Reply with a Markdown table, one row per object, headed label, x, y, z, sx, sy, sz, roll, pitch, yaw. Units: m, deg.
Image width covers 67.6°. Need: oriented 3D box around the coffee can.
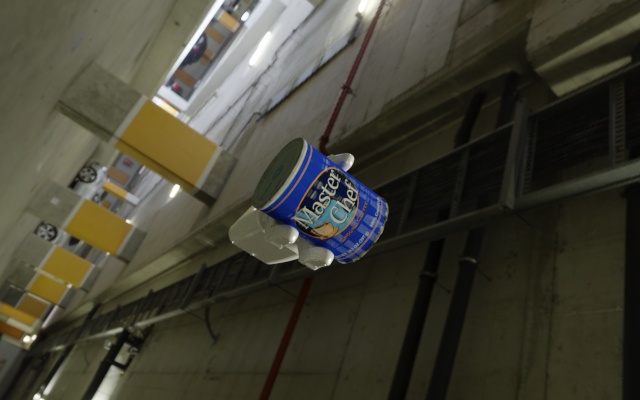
| label | x | y | z | sx | sy | sz | roll | pitch | yaw |
| --- | --- | --- | --- | --- | --- | --- | --- | --- | --- |
| coffee can | 0.000 | 0.002 | 0.604 | 0.140 | 0.102 | 0.103 | 35 | -14 | -21 |
